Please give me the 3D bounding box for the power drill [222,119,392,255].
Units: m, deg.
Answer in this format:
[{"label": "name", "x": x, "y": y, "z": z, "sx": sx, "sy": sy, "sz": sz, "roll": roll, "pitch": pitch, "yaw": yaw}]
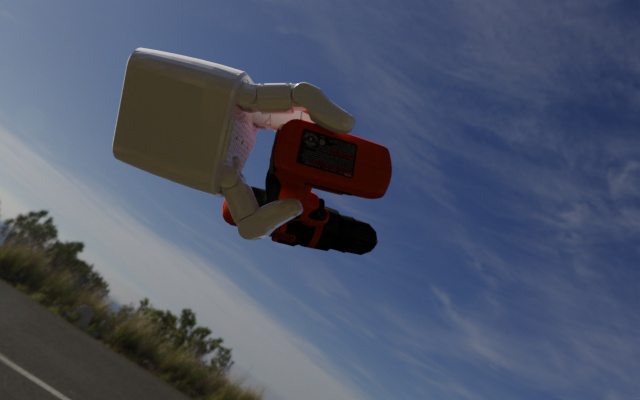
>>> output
[{"label": "power drill", "x": 0.000, "y": 0.001, "z": 0.490, "sx": 0.184, "sy": 0.057, "sz": 0.188, "roll": 14, "pitch": -27, "yaw": -13}]
